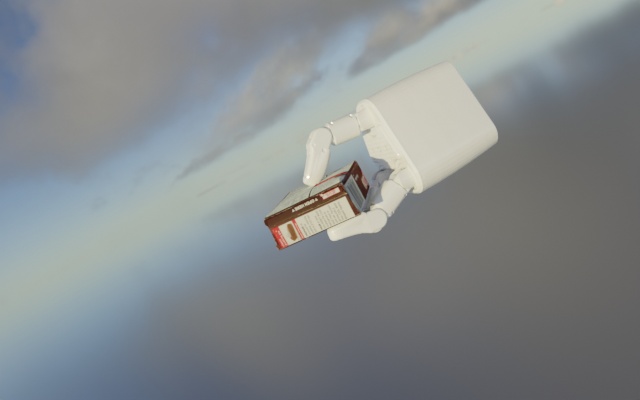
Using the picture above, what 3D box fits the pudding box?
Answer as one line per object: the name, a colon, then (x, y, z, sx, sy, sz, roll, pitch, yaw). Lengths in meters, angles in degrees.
pudding box: (0.000, 0.001, 0.494, 0.090, 0.039, 0.113, -26, 8, 16)
